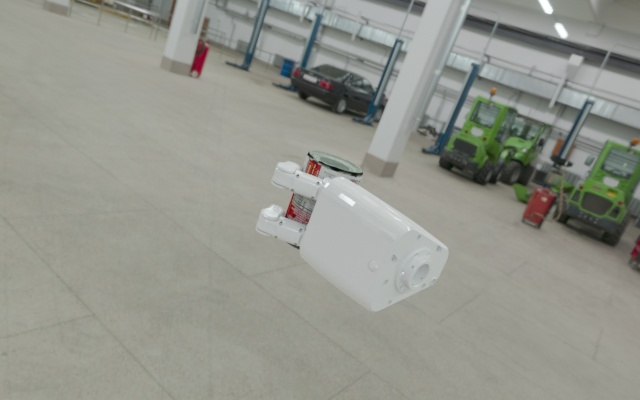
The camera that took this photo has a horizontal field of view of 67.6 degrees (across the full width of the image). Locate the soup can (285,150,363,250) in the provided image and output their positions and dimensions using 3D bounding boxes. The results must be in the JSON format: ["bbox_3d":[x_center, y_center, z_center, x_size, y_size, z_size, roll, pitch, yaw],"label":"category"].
[{"bbox_3d":[0.000,0.001,0.545,0.068,0.102,0.068,19,16,-6],"label":"soup can"}]
